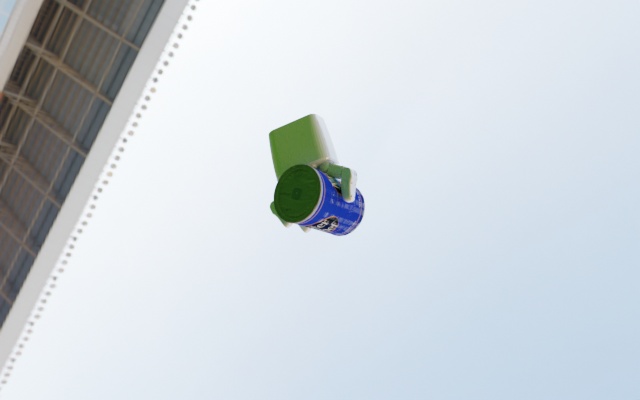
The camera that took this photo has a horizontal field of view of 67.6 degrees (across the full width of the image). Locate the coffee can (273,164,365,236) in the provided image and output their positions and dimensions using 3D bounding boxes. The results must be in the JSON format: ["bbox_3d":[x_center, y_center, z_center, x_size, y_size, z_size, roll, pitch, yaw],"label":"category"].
[{"bbox_3d":[0.000,0.003,0.854,0.103,0.103,0.140,0,-13,37],"label":"coffee can"}]
